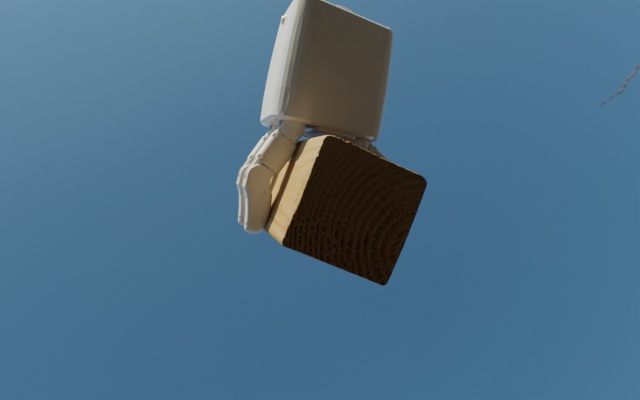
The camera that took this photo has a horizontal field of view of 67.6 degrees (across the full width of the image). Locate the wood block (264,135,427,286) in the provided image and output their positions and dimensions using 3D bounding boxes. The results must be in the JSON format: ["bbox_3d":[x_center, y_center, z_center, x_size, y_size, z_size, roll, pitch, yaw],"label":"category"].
[{"bbox_3d":[0.000,0.001,0.447,0.091,0.090,0.206,23,-2,-15],"label":"wood block"}]
